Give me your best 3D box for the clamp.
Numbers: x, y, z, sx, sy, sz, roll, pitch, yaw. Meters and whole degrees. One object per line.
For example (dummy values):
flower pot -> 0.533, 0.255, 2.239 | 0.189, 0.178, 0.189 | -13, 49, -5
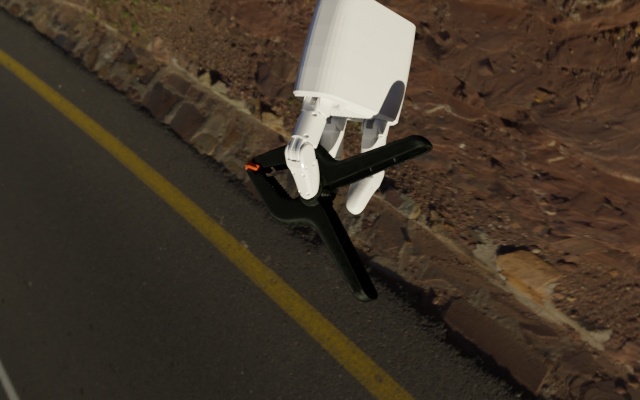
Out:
clamp -> -0.001, 0.001, 0.496 | 0.210, 0.164, 0.036 | 14, -1, 35
